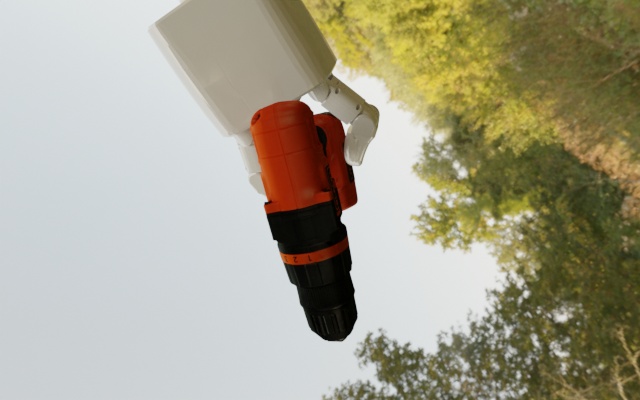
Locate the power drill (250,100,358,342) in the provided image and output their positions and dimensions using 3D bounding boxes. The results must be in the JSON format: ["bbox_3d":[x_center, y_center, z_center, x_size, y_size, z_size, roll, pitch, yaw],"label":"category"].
[{"bbox_3d":[0.000,0.001,0.413,0.057,0.184,0.187,-10,14,7],"label":"power drill"}]
